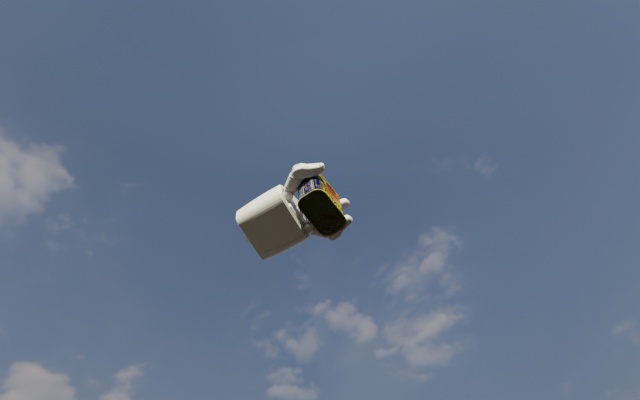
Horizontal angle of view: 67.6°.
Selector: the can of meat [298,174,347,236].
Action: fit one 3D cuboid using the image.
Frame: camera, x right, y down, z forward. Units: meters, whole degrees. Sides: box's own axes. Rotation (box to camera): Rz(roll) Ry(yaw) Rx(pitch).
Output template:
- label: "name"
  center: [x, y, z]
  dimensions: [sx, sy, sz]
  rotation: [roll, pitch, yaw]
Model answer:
- label: "can of meat"
  center: [0.000, 0.003, 0.897]
  dimensions: [0.057, 0.102, 0.084]
  rotation: [-32, 29, 13]
